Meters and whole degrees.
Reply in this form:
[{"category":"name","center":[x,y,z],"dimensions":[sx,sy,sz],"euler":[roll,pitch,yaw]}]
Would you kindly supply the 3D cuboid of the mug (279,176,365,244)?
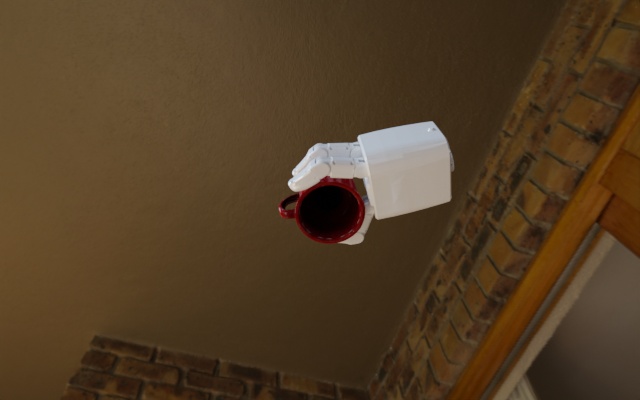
[{"category":"mug","center":[-0.001,0.002,0.665],"dimensions":[0.117,0.093,0.081],"euler":[-11,26,4]}]
